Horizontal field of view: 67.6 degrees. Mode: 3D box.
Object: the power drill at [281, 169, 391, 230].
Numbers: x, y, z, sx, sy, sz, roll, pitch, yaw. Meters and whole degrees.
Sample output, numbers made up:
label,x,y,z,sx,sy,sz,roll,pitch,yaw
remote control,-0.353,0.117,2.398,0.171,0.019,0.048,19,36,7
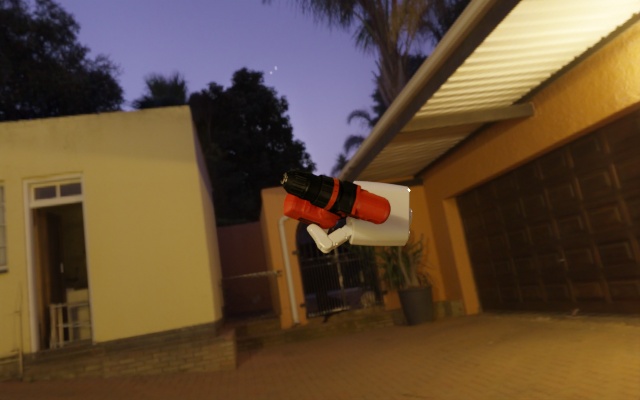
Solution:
label,x,y,z,sx,sy,sz,roll,pitch,yaw
power drill,0.000,0.003,0.807,0.184,0.057,0.187,20,-12,-19
